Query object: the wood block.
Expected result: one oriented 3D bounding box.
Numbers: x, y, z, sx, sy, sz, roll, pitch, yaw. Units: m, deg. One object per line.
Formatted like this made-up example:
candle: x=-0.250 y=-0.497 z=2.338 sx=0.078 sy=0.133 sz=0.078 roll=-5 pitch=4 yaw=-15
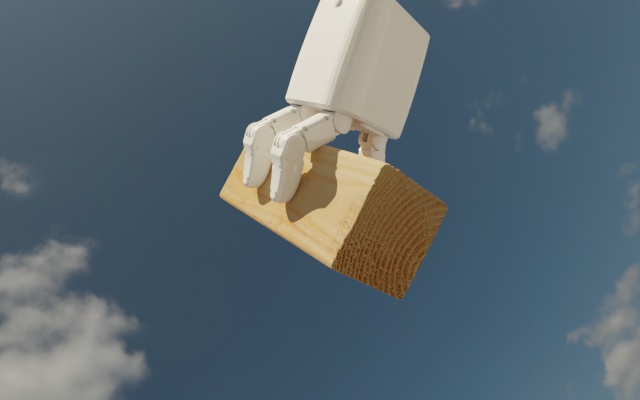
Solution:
wood block: x=0.000 y=0.001 z=0.450 sx=0.091 sy=0.090 sz=0.206 roll=29 pitch=-2 yaw=-37
